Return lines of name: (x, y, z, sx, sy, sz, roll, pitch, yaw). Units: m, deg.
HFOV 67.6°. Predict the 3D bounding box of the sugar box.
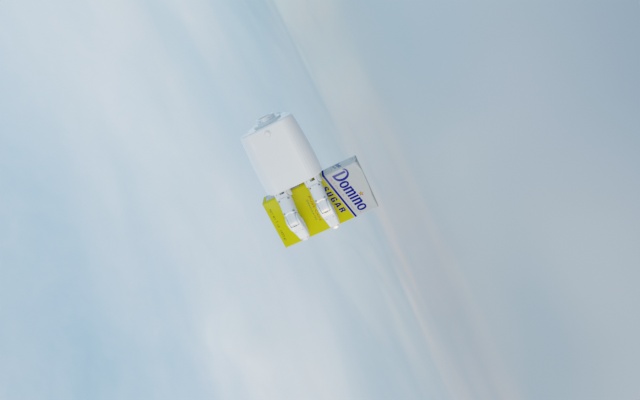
sugar box: (0.000, 0.003, 0.817, 0.176, 0.093, 0.048, -24, 18, 8)
